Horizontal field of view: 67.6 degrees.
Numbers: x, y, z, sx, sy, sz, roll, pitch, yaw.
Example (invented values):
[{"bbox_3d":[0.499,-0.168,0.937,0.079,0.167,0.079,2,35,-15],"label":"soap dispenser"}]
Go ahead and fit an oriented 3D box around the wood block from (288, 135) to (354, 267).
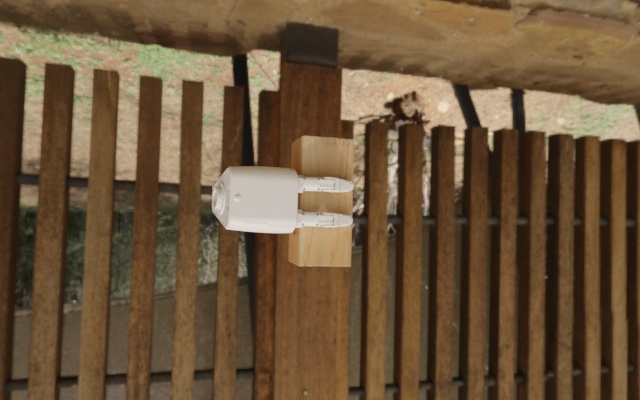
[{"bbox_3d":[0.000,0.003,0.801,0.090,0.206,0.091,2,-2,-15],"label":"wood block"}]
